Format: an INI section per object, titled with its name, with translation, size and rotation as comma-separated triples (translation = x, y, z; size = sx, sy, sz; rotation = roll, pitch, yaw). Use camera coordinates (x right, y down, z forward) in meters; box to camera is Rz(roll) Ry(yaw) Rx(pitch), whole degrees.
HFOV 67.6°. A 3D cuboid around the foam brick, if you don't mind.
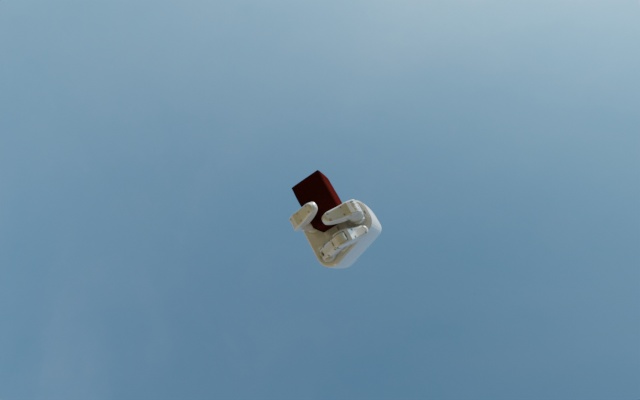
[foam brick]
translation = 0.000, 0.002, 0.750
size = 0.053, 0.078, 0.051
rotation = -32, -18, 10
